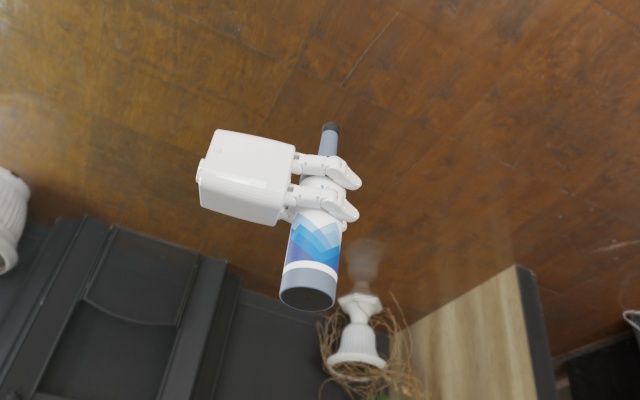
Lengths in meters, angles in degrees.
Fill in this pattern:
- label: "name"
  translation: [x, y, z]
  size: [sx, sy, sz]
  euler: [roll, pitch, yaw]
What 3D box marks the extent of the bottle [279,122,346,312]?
- label: "bottle"
  translation: [0.000, 0.002, 0.654]
  size: [0.069, 0.295, 0.069]
  euler: [5, -38, 4]
